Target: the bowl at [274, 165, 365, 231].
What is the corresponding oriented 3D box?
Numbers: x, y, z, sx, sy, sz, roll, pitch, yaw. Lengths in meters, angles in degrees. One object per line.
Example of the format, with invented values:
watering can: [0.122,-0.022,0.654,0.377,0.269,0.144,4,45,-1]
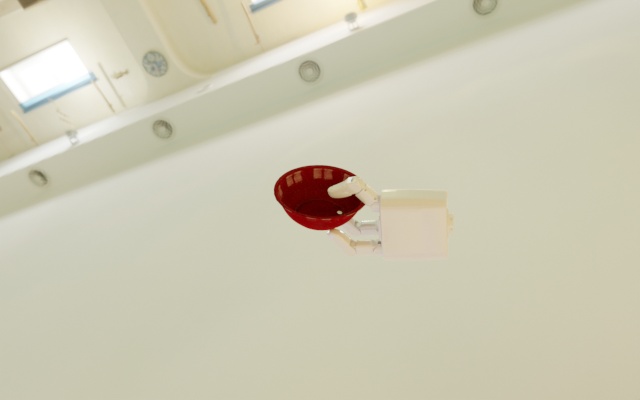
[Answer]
bowl: [-0.001,0.003,0.823,0.162,0.055,0.162,3,36,-2]
